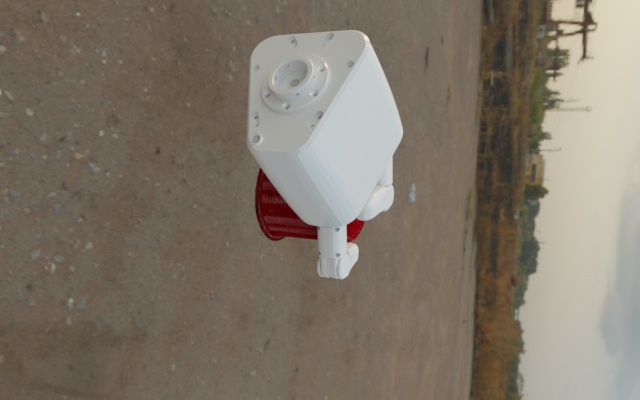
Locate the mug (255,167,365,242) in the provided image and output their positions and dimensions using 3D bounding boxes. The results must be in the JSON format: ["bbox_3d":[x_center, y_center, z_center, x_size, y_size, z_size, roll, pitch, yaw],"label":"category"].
[{"bbox_3d":[0.001,0.002,0.466,0.081,0.093,0.117,4,-24,23],"label":"mug"}]
